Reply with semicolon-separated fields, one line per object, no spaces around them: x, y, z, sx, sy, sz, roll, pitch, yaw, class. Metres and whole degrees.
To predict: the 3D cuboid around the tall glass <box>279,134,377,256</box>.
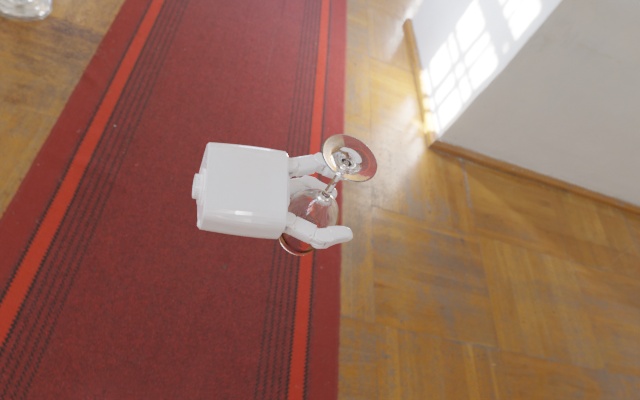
0.000;0.002;0.657;0.079;0.079;0.201;0;-34;-25;tall glass
